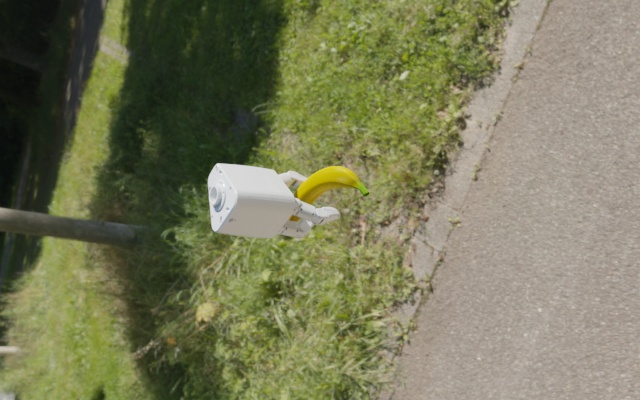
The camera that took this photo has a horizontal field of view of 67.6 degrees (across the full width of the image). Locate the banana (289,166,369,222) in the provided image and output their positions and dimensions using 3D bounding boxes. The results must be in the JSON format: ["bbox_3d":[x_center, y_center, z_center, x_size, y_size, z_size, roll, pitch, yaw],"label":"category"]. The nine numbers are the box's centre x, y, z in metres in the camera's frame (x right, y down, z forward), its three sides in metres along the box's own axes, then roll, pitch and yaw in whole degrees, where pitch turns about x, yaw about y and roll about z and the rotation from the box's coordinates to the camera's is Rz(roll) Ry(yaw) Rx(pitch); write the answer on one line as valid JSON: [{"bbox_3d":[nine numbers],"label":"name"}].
[{"bbox_3d":[0.000,-0.016,0.834,0.037,0.069,0.198,2,-16,-41],"label":"banana"}]
